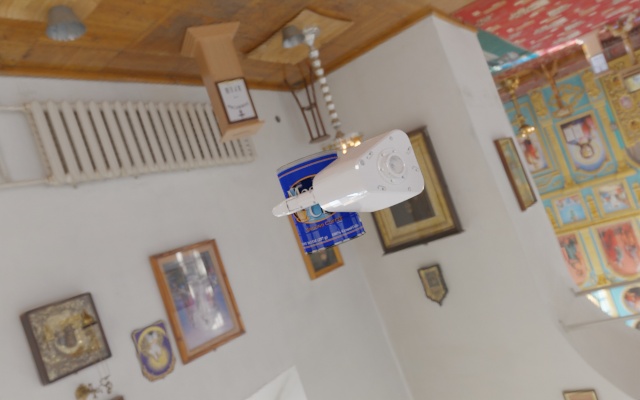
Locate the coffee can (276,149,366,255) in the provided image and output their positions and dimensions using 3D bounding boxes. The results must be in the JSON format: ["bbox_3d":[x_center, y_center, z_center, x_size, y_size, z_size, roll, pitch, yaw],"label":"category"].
[{"bbox_3d":[0.000,0.002,0.755,0.103,0.140,0.103,-20,-1,0],"label":"coffee can"}]
